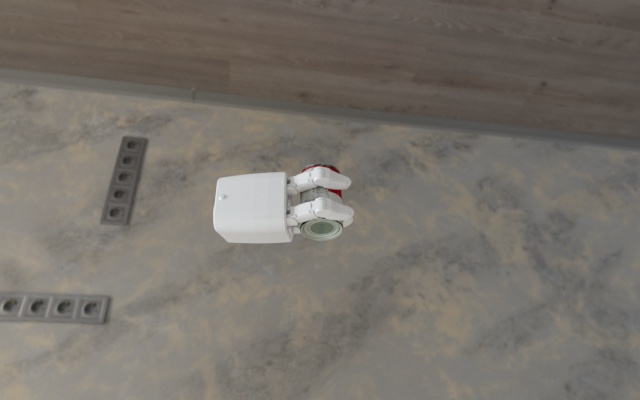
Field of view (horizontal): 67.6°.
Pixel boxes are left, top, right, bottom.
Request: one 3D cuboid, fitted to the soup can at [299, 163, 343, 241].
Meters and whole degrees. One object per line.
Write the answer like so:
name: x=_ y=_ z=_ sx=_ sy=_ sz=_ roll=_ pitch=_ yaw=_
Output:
soup can: x=0.001 y=0.003 z=0.744 sx=0.068 sy=0.102 sz=0.069 roll=-1 pitch=-34 yaw=-1
